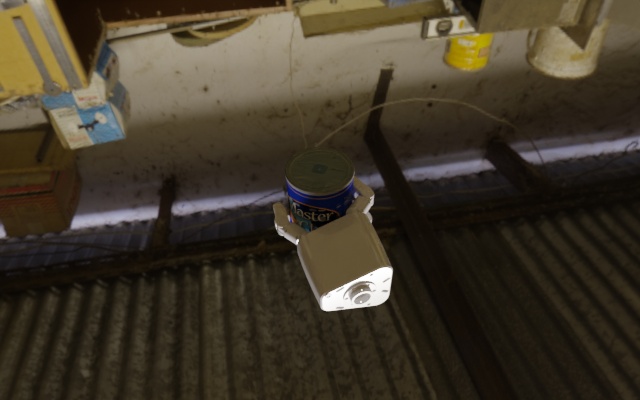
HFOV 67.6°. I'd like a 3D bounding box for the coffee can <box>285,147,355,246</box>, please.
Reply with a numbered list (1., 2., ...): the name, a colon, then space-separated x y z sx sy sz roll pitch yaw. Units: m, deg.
1. coffee can: 0.000 0.002 0.748 0.103 0.140 0.102 -1 45 1
